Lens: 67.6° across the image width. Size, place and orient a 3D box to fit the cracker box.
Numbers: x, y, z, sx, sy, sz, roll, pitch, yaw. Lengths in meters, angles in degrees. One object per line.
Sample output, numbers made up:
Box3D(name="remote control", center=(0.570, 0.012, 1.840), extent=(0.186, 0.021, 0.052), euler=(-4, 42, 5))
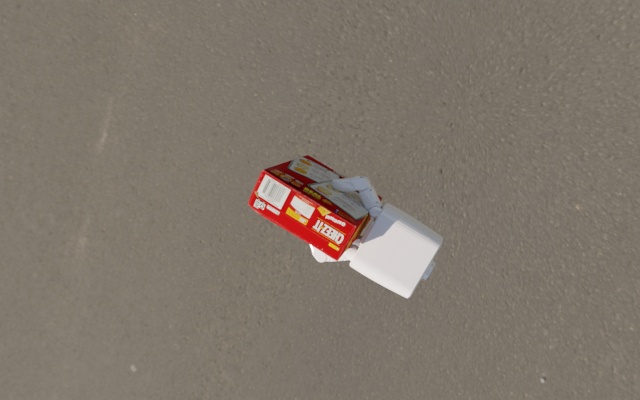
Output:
Box3D(name="cracker box", center=(0.000, 0.002, 0.790), extent=(0.164, 0.072, 0.213), euler=(31, 18, 9))
